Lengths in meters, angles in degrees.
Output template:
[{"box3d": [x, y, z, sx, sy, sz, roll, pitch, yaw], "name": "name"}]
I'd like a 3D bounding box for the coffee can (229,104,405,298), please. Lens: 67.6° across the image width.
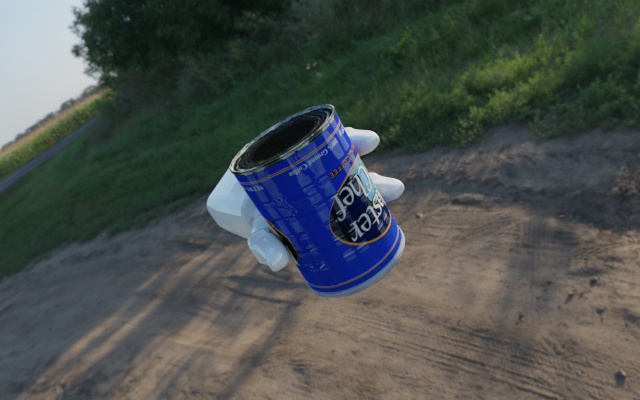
[{"box3d": [0.000, 0.002, 0.427, 0.103, 0.140, 0.102, -26, 24, 12], "name": "coffee can"}]
